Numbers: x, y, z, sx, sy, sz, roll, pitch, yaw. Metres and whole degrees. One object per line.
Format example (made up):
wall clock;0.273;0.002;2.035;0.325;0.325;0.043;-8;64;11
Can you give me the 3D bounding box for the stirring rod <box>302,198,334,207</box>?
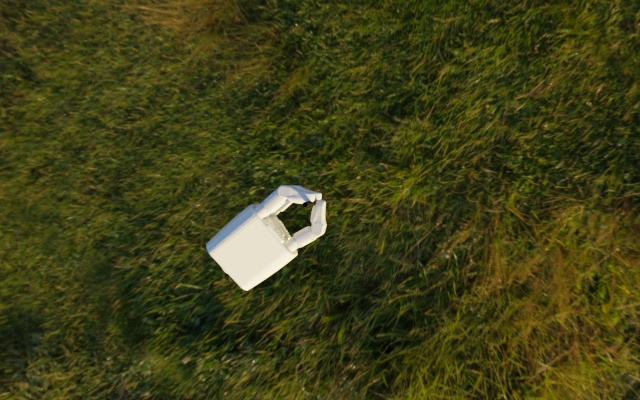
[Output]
stirring rod;0.000;0.003;0.834;0.011;0.011;0.239;0;2;11
